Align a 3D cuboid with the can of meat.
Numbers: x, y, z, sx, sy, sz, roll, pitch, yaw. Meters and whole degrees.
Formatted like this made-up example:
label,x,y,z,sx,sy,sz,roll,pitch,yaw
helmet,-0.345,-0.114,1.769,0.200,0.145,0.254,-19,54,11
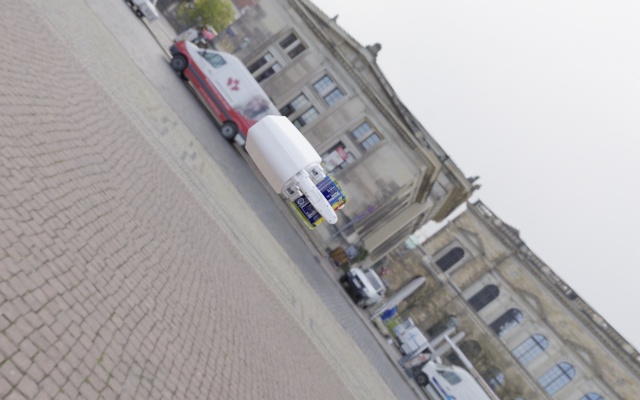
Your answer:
label,x,y,z,sx,sy,sz,roll,pitch,yaw
can of meat,0.000,0.003,0.826,0.084,0.057,0.102,-38,-6,0
